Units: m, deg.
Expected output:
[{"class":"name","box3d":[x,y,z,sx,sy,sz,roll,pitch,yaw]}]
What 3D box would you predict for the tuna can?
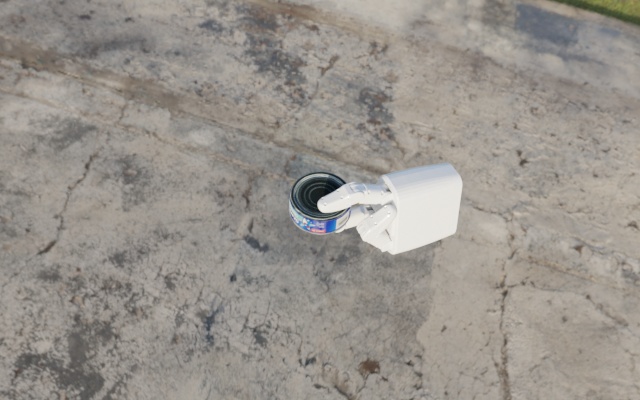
[{"class":"tuna can","box3d":[0.000,0.002,0.645,0.086,0.086,0.034,0,-38,-3]}]
